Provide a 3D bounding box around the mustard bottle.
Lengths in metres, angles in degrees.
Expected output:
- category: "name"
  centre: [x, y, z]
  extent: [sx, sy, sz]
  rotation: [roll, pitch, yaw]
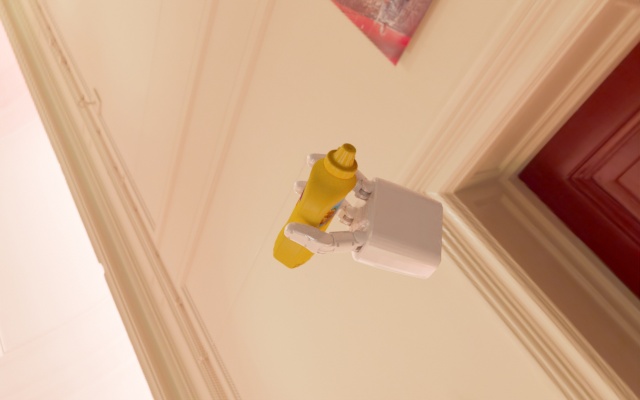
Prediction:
- category: "mustard bottle"
  centre: [0.000, 0.002, 0.622]
  extent: [0.058, 0.192, 0.096]
  rotation: [35, 41, 6]
